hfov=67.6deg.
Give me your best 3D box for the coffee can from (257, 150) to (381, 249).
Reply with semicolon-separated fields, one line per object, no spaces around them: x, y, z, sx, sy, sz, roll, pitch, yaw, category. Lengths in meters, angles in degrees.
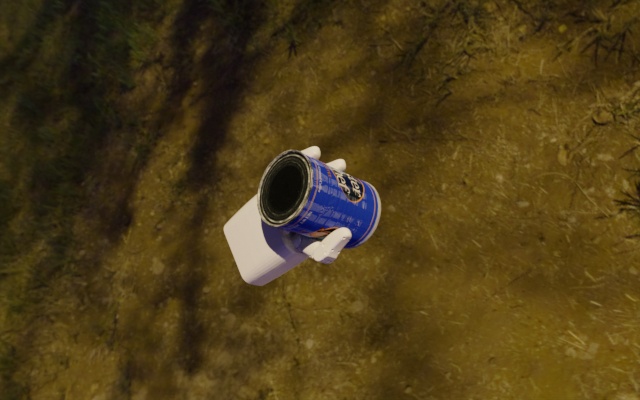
0.000;0.002;0.651;0.103;0.102;0.140;0;-16;45;coffee can
